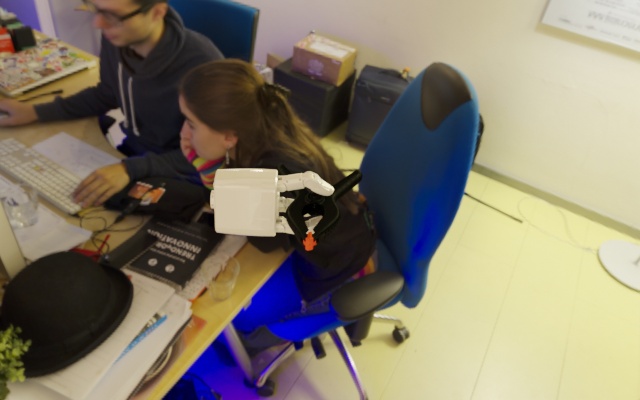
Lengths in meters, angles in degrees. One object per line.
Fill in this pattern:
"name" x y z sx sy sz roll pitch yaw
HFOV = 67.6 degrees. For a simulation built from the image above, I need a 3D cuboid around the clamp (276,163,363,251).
"clamp" 0.000 0.003 0.845 0.164 0.036 0.209 -1 41 -2
